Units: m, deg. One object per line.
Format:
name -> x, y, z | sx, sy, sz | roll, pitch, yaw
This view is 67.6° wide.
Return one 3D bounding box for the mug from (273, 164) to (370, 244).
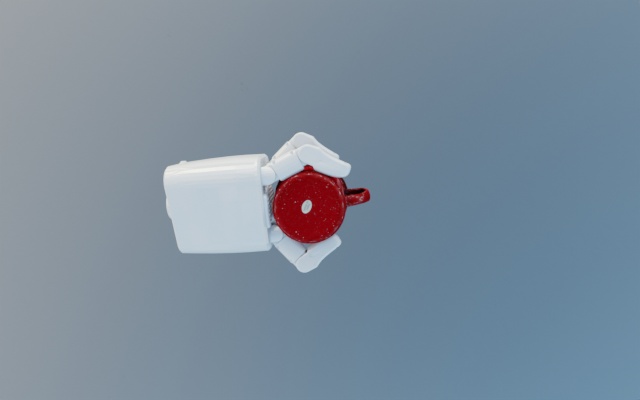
mug -> 0.002, 0.002, 0.558 | 0.117, 0.093, 0.081 | -5, 9, 2
